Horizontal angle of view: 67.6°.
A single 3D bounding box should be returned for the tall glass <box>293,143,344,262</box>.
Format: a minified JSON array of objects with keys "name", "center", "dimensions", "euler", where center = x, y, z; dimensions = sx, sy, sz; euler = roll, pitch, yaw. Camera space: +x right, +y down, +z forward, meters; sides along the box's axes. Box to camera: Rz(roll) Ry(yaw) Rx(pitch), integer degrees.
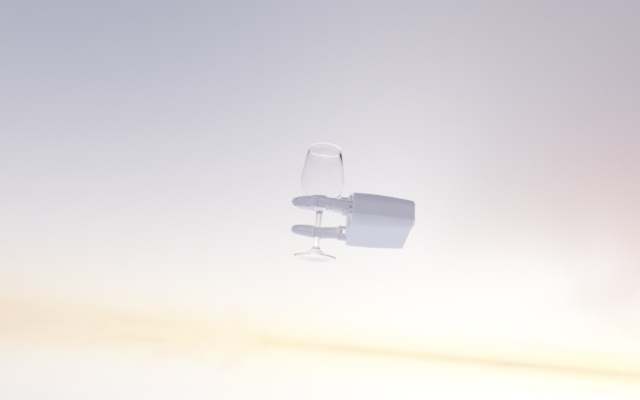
[{"name":"tall glass","center":[0.000,0.003,0.836],"dimensions":[0.079,0.201,0.079],"euler":[5,-17,1]}]
